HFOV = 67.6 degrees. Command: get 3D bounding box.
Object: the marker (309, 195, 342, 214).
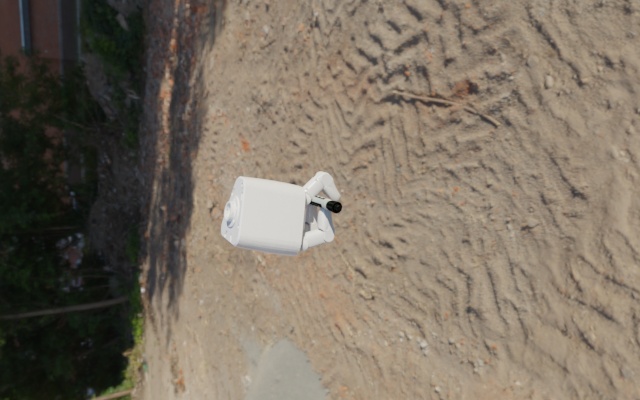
[{"bbox_3d":[0.000,0.003,0.778,0.020,0.020,0.121,0,9,-28],"label":"marker"}]
